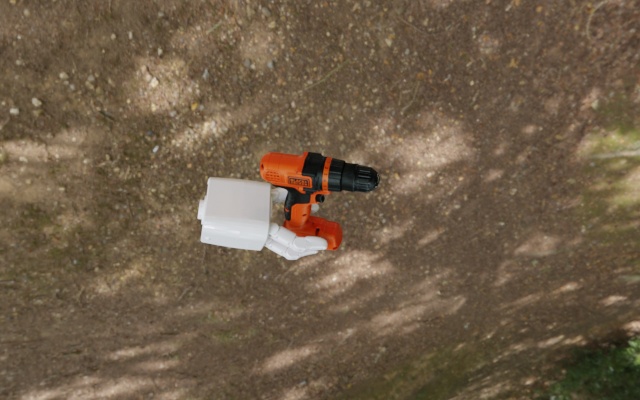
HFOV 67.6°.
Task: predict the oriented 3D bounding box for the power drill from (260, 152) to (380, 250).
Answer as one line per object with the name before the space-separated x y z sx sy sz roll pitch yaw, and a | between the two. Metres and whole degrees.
power drill | 0.000 0.003 0.779 0.184 0.057 0.188 10 -42 10
